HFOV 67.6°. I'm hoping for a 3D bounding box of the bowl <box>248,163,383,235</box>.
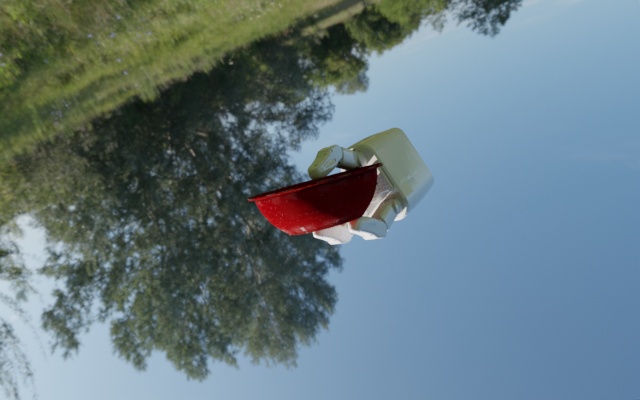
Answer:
[{"bbox_3d":[-0.001,0.003,0.560,0.162,0.055,0.162,-14,3,1],"label":"bowl"}]
